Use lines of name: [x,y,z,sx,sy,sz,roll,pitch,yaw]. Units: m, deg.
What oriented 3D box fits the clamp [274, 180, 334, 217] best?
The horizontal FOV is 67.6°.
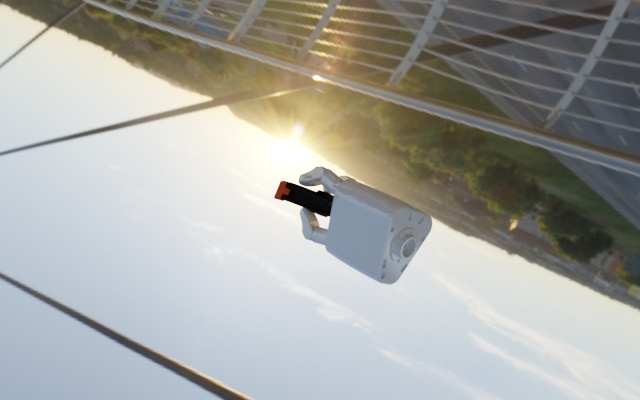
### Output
clamp: [0.000,0.003,0.740,0.210,0.036,0.164,19,4,-44]
